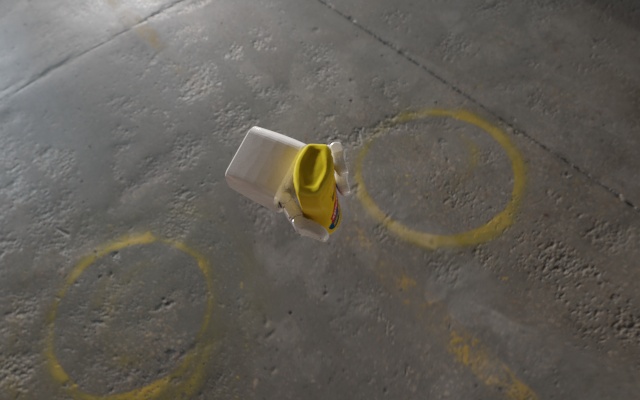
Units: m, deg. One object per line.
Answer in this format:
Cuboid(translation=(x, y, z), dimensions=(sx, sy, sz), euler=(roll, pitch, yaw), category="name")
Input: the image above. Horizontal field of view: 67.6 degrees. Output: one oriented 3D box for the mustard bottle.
Cuboid(translation=(0.000, 0.002, 0.769), dimensions=(0.058, 0.096, 0.192), euler=(2, -32, 9), category="mustard bottle")
